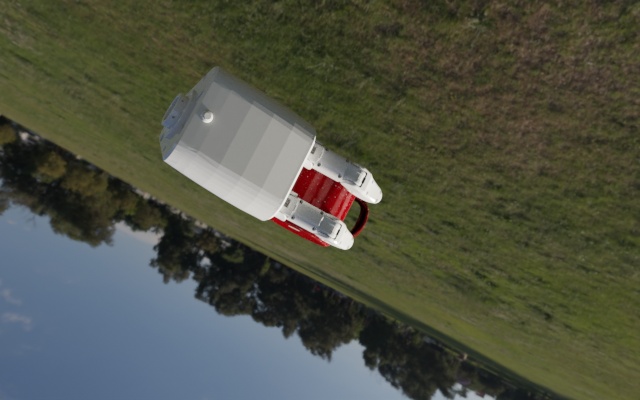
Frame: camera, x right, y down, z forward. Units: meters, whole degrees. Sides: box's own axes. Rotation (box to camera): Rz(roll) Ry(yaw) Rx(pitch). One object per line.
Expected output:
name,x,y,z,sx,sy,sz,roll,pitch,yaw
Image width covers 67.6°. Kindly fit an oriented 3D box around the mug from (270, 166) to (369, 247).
mug,0.001,0.003,0.511,0.117,0.081,0.093,32,-10,-25
